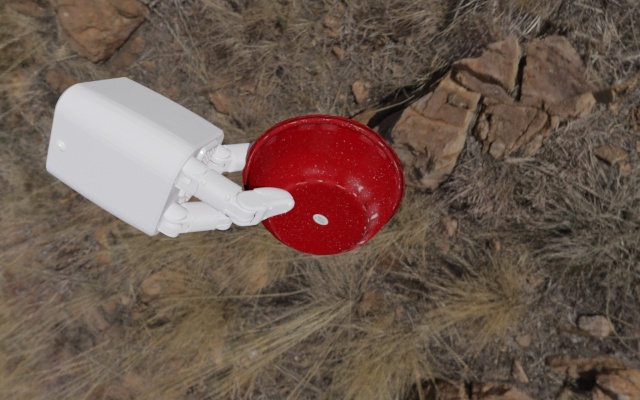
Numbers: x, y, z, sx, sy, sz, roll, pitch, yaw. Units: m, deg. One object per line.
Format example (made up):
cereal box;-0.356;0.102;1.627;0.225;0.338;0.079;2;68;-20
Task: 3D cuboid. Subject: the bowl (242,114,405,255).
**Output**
bowl;0.001;0.002;0.455;0.162;0.162;0.055;0;40;6
